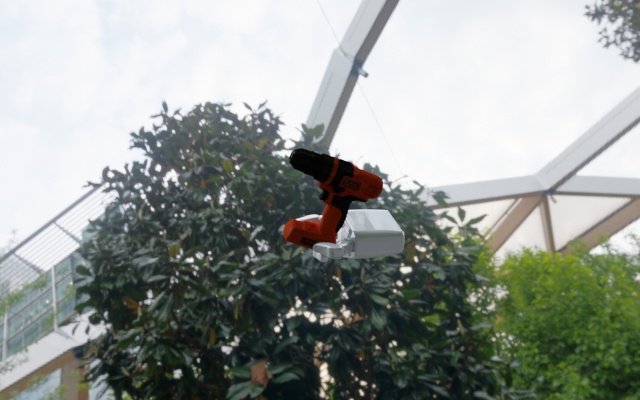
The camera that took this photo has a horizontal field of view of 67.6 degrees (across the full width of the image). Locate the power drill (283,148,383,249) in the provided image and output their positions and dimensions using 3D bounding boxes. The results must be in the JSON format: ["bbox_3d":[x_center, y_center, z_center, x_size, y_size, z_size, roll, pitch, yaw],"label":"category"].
[{"bbox_3d":[0.000,0.003,0.892,0.184,0.188,0.057,20,31,-17],"label":"power drill"}]
